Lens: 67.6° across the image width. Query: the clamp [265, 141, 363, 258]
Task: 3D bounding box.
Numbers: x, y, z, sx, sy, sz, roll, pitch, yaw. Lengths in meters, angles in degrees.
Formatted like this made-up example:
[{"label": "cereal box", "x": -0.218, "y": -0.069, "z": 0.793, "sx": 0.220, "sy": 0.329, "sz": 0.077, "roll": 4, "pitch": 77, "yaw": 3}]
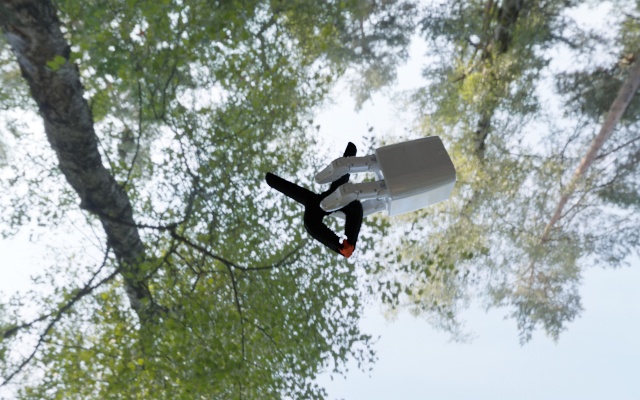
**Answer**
[{"label": "clamp", "x": 0.001, "y": 0.003, "z": 0.760, "sx": 0.164, "sy": 0.209, "sz": 0.036, "roll": -16, "pitch": -38, "yaw": 3}]
